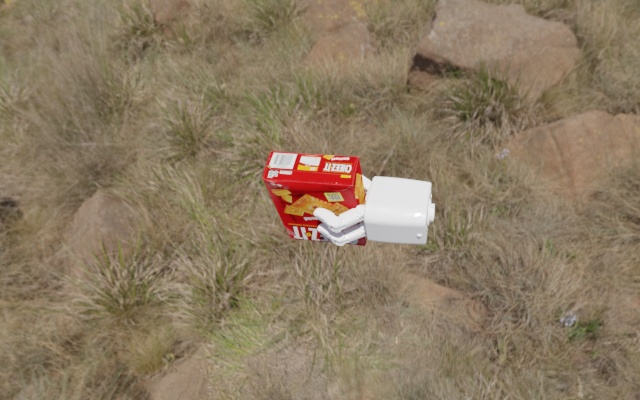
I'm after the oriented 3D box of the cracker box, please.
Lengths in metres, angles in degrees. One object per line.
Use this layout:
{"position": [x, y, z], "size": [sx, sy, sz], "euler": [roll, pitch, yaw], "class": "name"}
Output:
{"position": [0.000, 0.003, 0.894], "size": [0.164, 0.072, 0.214], "euler": [5, -33, 15], "class": "cracker box"}
